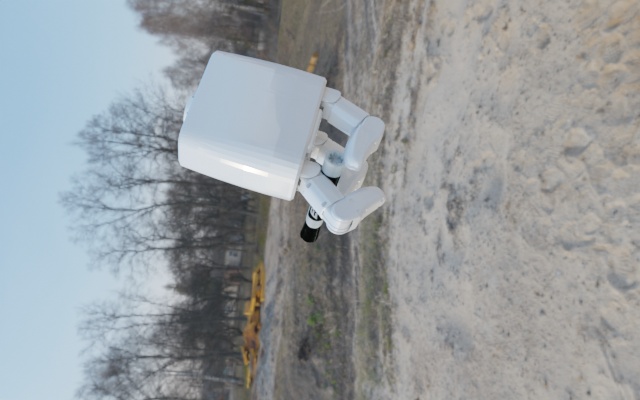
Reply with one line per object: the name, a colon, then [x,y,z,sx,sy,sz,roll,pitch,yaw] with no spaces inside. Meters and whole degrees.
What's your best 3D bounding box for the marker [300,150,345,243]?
marker: [0.000,0.001,0.447,0.020,0.020,0.121,0,-38,-16]
